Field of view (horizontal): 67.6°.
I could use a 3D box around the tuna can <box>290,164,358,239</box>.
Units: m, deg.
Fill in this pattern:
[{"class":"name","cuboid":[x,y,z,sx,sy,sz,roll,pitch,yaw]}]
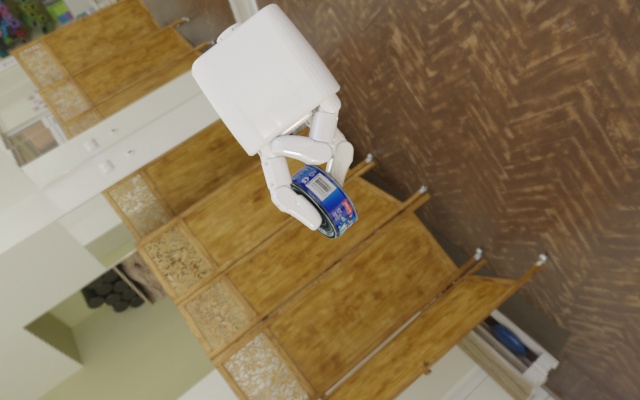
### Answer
[{"class":"tuna can","cuboid":[0.000,0.002,0.534,0.033,0.086,0.086,-42,14,-16]}]
